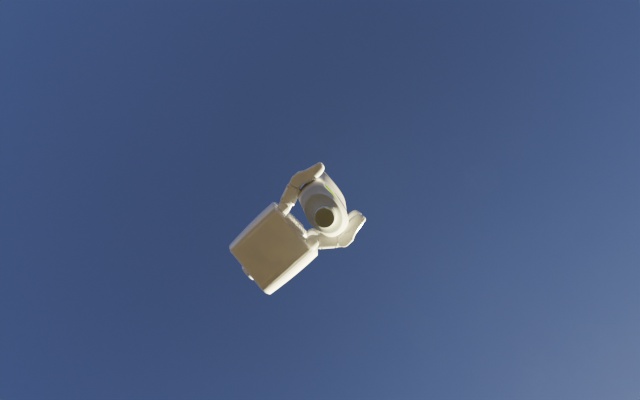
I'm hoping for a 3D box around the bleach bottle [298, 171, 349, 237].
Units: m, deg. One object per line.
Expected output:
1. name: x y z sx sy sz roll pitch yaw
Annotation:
1. bleach bottle: 0.000 0.003 0.794 0.068 0.102 0.251 -41 6 5
